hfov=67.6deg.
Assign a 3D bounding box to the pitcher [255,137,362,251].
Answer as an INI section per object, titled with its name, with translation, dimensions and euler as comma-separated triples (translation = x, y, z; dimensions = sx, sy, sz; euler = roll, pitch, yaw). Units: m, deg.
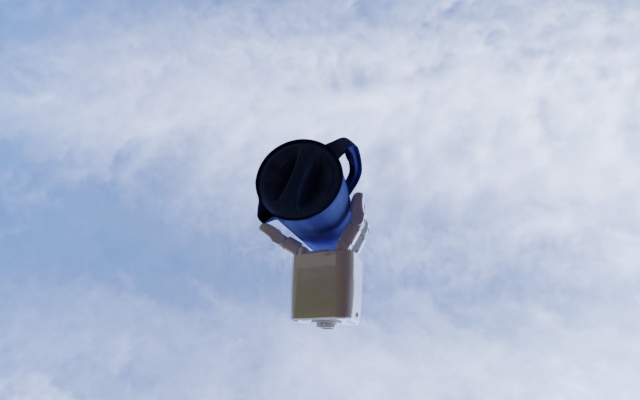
[pitcher]
translation = 0.000, 0.003, 0.804
dimensions = 0.149, 0.145, 0.243
euler = -3, -22, 13
